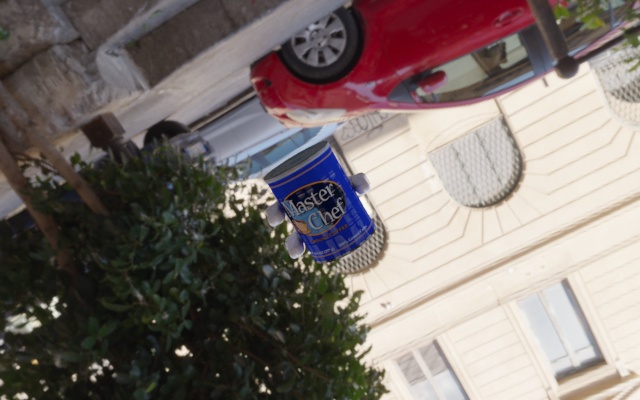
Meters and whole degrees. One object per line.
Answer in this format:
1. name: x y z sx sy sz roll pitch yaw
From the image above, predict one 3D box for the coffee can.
1. coffee can: 0.000 0.002 0.670 0.103 0.140 0.102 -29 13 7
